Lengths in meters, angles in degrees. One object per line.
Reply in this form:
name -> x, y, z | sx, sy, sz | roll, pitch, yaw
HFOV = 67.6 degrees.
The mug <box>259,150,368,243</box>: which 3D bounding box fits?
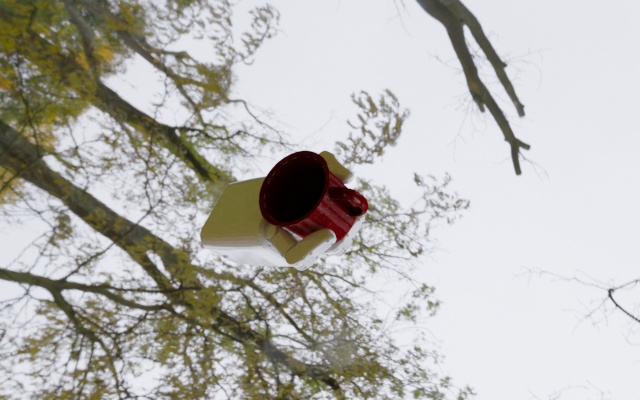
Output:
mug -> 0.001, 0.002, 0.543 | 0.117, 0.093, 0.081 | -3, -26, 33
